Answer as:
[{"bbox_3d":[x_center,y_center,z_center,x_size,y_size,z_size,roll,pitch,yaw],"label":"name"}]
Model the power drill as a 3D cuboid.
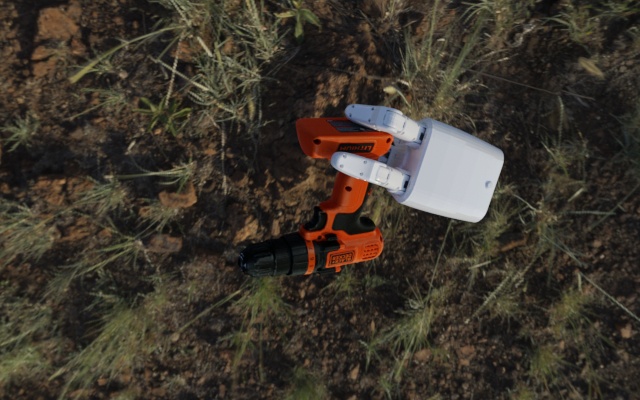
[{"bbox_3d":[0.000,0.001,0.542,0.184,0.188,0.057,-8,34,-27],"label":"power drill"}]
